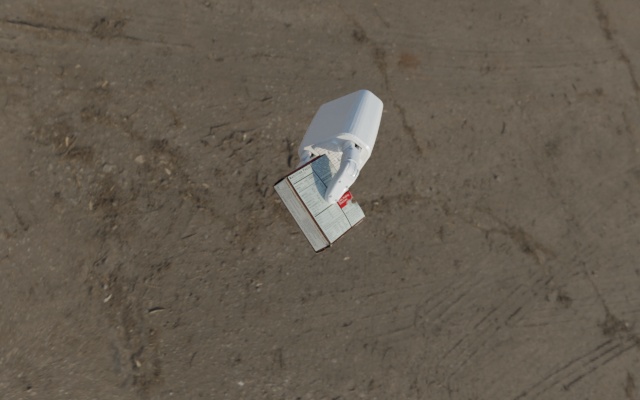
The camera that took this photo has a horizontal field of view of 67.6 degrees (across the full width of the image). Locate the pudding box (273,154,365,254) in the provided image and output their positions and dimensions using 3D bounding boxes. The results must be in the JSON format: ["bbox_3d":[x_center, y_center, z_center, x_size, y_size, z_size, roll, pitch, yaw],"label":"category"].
[{"bbox_3d":[0.000,0.002,0.659,0.090,0.113,0.039,-34,1,-43],"label":"pudding box"}]
